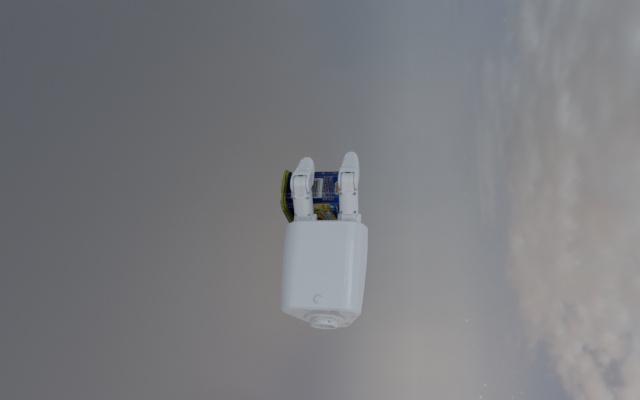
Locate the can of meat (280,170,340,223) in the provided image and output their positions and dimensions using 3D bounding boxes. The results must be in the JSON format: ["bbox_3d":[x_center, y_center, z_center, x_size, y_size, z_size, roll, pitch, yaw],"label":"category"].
[{"bbox_3d":[0.000,0.002,0.633,0.084,0.057,0.102,0,-27,11],"label":"can of meat"}]
